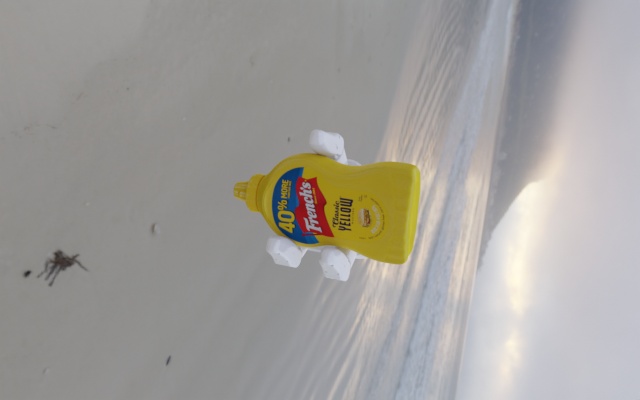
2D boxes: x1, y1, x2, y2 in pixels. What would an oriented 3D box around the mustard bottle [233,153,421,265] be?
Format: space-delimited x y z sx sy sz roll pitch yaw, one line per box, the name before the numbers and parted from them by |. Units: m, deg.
mustard bottle | 0.000 0.002 0.483 0.191 0.096 0.058 8 21 19
